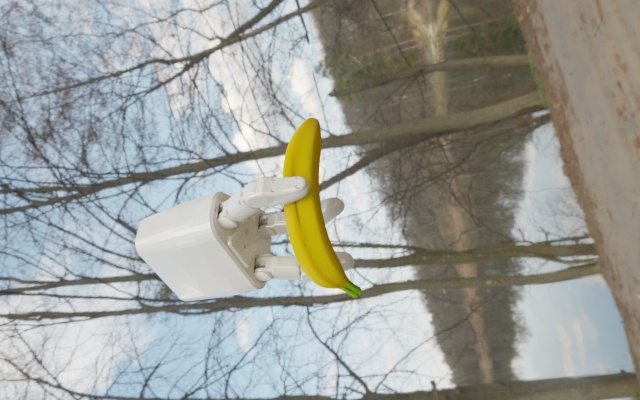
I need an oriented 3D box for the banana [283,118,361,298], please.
[{"bbox_3d":[-0.009,0.003,0.480,0.037,0.197,0.069,-19,-15,30],"label":"banana"}]
